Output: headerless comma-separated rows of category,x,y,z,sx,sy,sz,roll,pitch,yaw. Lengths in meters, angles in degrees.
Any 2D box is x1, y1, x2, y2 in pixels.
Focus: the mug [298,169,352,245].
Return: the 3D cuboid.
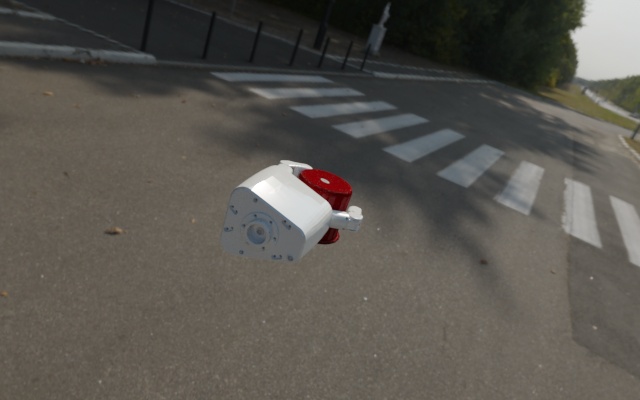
mug,0.001,0.002,0.714,0.093,0.081,0.117,23,22,8
